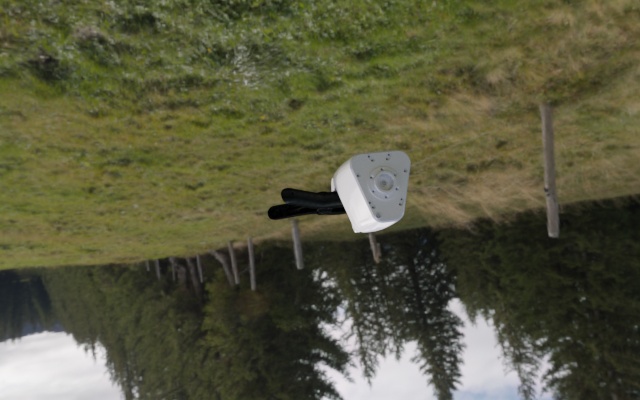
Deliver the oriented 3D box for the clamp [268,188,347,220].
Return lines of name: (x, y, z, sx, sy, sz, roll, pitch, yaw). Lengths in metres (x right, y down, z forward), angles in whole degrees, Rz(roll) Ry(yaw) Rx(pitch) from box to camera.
clamp: (0.000, 0.003, 0.793, 0.171, 0.039, 0.120, -6, -10, -11)
